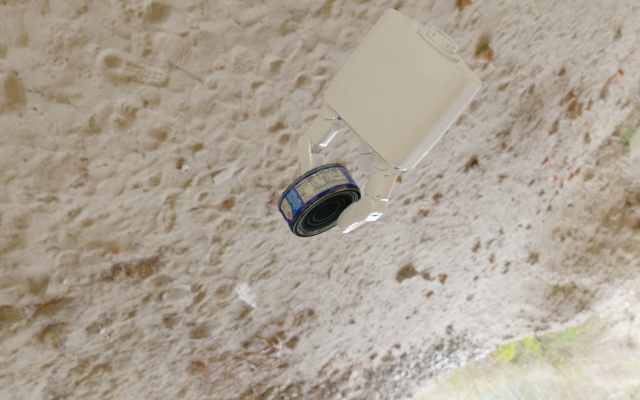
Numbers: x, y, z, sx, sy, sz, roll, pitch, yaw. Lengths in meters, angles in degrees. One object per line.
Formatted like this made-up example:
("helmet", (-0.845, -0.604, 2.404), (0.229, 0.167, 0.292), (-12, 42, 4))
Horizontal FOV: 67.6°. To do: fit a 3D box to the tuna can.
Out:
("tuna can", (0.000, 0.002, 0.506), (0.086, 0.033, 0.086), (-26, -26, -13))
